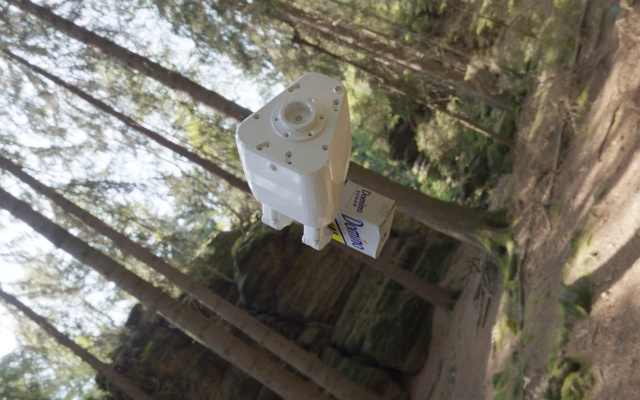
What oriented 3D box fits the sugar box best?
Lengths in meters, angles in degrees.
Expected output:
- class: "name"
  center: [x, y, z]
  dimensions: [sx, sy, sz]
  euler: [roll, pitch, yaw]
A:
- class: "sugar box"
  center: [0.000, 0.002, 0.579]
  dimensions: [0.176, 0.048, 0.093]
  euler: [27, -24, 16]
